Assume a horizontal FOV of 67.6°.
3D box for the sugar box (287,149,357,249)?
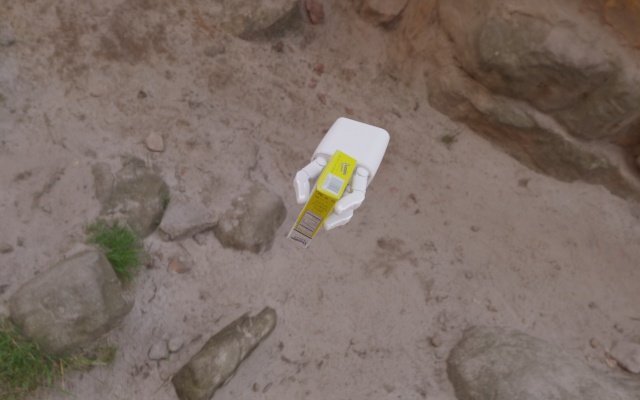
[{"bbox_3d":[0.001,0.003,0.817,0.048,0.093,0.176,28,-36,0],"label":"sugar box"}]
